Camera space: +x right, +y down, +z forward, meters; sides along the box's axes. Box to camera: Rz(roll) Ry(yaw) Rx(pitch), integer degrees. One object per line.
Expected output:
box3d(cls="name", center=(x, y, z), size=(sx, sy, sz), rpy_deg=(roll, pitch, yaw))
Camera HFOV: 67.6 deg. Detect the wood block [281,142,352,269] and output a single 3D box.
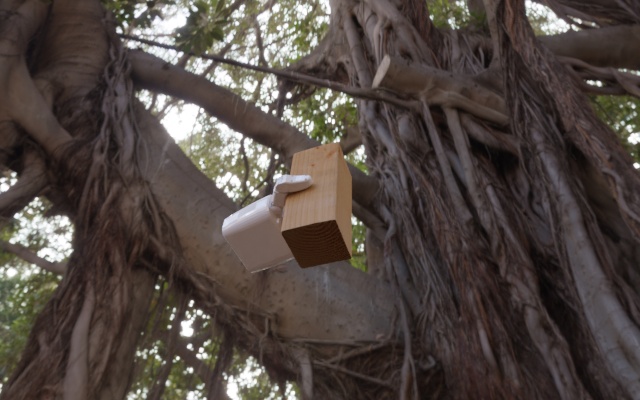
box3d(cls="wood block", center=(0.000, 0.002, 0.812), size=(0.090, 0.091, 0.206), rpy_deg=(-13, 39, 15))
